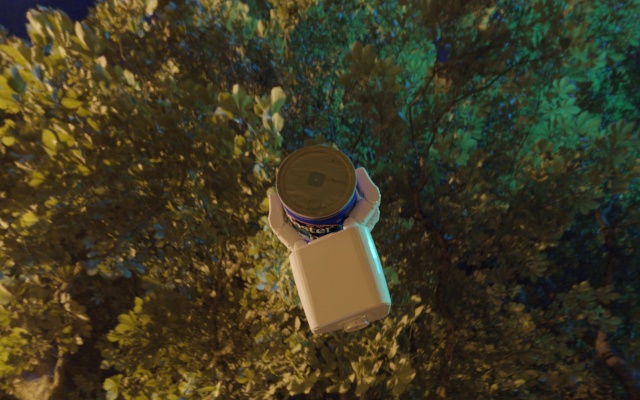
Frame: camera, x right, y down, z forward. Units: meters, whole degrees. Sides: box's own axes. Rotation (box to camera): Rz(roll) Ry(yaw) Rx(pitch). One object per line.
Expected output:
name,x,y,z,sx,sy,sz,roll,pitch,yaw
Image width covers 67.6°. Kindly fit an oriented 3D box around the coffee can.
coffee can,0.000,0.002,0.665,0.103,0.102,0.140,0,-25,5
